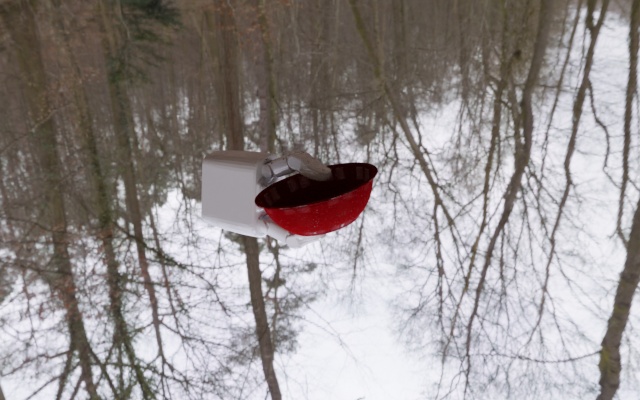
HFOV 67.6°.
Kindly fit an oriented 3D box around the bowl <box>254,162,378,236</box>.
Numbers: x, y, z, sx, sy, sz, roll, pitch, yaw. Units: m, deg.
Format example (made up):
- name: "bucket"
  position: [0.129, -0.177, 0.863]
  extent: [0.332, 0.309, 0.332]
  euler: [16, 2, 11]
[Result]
- name: "bowl"
  position: [0.001, 0.003, 0.613]
  extent: [0.162, 0.055, 0.162]
  euler: [-14, 17, 4]
